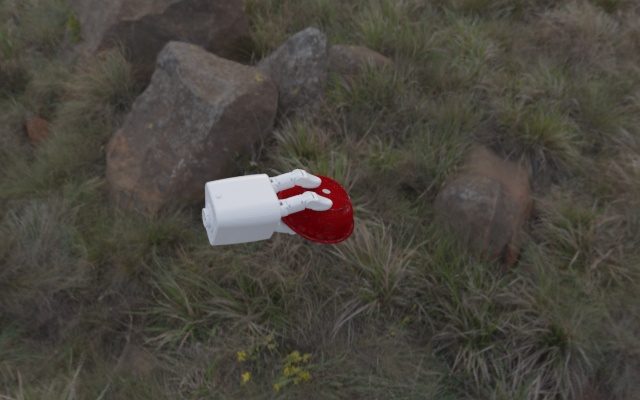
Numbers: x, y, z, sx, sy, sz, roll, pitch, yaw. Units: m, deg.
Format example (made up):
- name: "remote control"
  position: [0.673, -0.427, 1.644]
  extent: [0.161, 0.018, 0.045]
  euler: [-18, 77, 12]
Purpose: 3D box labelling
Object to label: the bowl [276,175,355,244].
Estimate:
- name: "bowl"
  position: [0.001, 0.002, 0.890]
  extent: [0.162, 0.162, 0.055]
  euler: [0, -44, -32]
